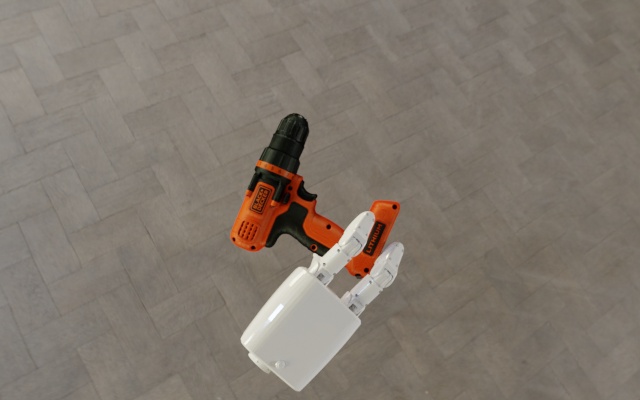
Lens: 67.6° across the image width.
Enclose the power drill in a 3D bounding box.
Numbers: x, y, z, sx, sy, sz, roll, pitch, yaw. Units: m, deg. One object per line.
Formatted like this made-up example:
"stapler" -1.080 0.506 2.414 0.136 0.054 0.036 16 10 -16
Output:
"power drill" 0.000 0.002 0.601 0.187 0.184 0.057 23 0 5
